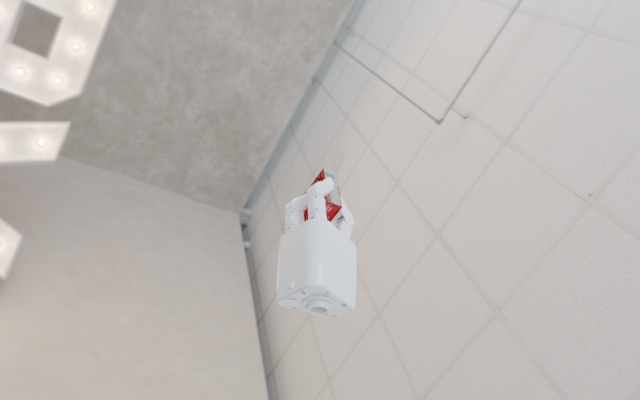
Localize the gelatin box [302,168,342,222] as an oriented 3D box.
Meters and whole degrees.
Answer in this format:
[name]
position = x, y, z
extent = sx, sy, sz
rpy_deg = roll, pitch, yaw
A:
[gelatin box]
position = 0.000, 0.002, 0.789
extent = 0.030, 0.089, 0.073
rpy_deg = 21, -53, -24
